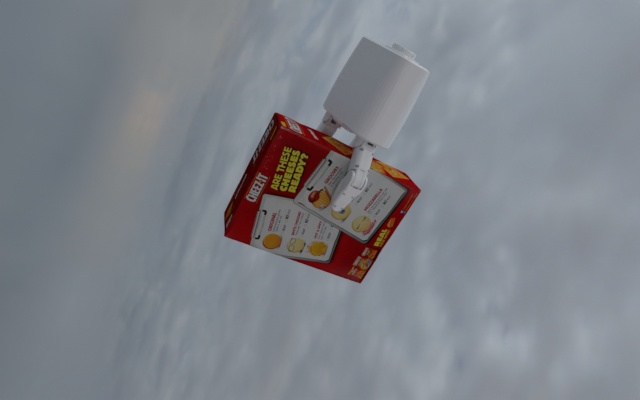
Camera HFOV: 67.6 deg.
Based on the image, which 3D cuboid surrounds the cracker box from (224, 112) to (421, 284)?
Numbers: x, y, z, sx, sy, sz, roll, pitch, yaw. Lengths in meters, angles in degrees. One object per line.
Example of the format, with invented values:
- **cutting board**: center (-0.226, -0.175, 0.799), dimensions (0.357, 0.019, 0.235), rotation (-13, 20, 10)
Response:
- **cracker box**: center (0.000, 0.002, 0.644), dimensions (0.214, 0.164, 0.072), rotation (22, 20, -22)
